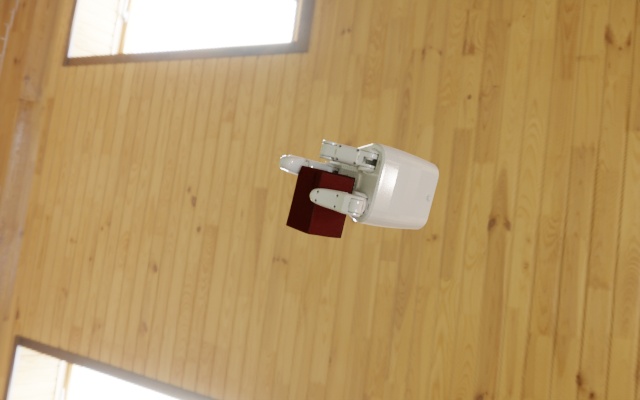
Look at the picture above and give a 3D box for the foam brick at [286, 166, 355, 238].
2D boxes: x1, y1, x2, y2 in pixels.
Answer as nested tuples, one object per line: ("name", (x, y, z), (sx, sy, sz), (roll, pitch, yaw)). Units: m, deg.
("foam brick", (0.000, 0.002, 0.581), (0.051, 0.078, 0.053), (11, 5, -36))
